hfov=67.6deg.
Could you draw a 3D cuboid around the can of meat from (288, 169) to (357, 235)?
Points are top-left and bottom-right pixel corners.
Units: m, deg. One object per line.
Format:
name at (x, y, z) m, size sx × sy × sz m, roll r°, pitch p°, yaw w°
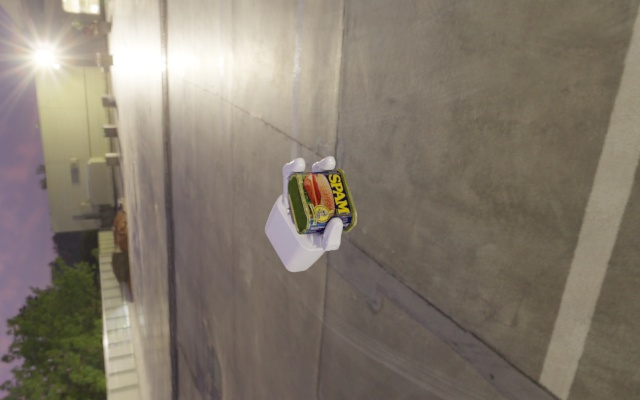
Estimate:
can of meat at (0.000, 0.003, 0.756) m, size 0.084 × 0.102 × 0.057 m, roll -4°, pitch -24°, yaw -24°
